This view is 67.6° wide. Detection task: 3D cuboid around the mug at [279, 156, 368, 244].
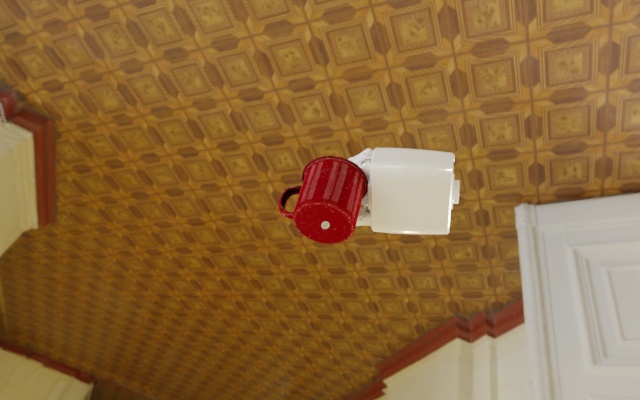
[{"bbox_3d":[-0.001,0.002,0.630,0.117,0.093,0.081,2,45,15],"label":"mug"}]
